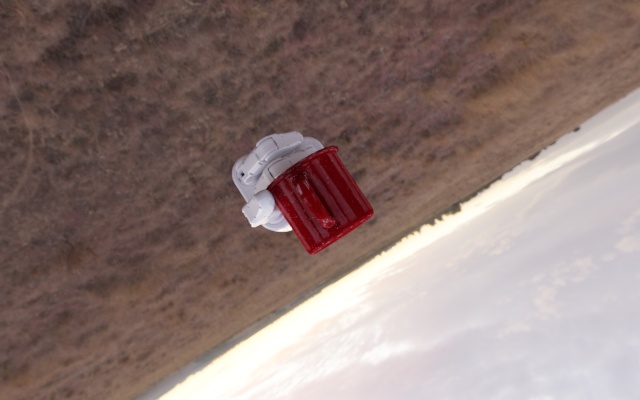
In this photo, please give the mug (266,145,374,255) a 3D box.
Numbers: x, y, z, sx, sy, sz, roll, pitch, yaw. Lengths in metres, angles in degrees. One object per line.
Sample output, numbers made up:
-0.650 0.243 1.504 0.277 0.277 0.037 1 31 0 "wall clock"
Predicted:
0.000 0.002 0.483 0.093 0.081 0.117 -34 -7 3 "mug"
